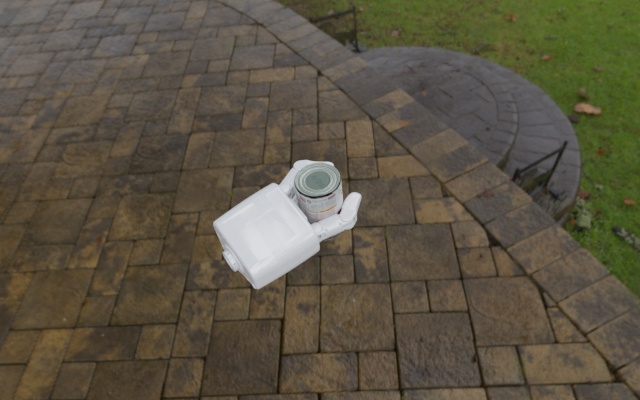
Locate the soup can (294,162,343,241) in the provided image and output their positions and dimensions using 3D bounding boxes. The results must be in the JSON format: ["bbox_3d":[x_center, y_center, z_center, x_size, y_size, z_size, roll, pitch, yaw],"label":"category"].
[{"bbox_3d":[0.001,0.002,0.703,0.068,0.068,0.102,0,-40,7],"label":"soup can"}]
